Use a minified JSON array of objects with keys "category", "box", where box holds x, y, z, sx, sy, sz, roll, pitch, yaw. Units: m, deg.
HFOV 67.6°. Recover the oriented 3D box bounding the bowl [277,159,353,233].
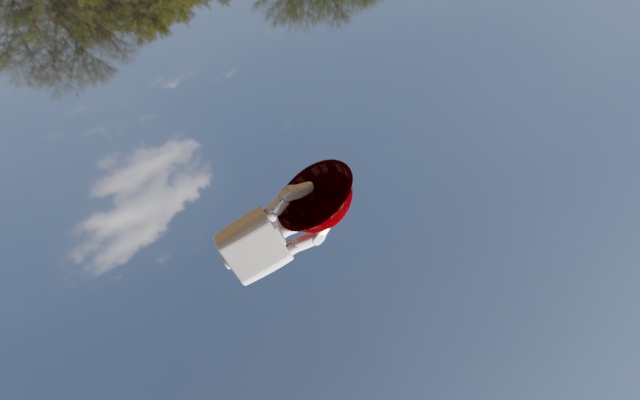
[{"category":"bowl","box":[0.001,0.002,0.876,0.162,0.162,0.055,0,-36,40]}]
